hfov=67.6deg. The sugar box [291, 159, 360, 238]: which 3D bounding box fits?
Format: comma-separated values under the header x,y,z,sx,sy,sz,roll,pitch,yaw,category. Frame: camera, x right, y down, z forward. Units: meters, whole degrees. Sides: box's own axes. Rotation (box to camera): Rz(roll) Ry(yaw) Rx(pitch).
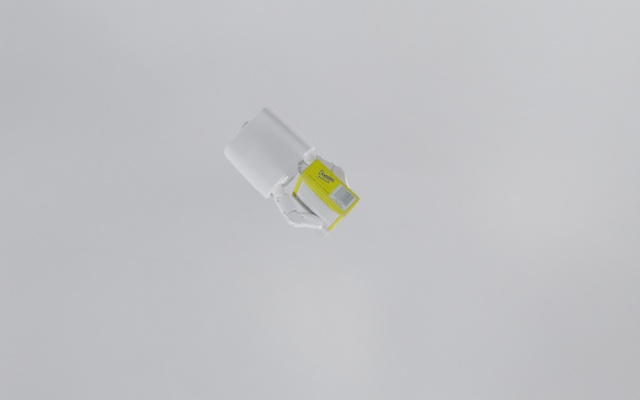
x,y,z,sx,sy,sz,roll,pitch,yaw,category
0.000,0.002,0.790,0.048,0.093,0.176,-45,-3,-15,sugar box
